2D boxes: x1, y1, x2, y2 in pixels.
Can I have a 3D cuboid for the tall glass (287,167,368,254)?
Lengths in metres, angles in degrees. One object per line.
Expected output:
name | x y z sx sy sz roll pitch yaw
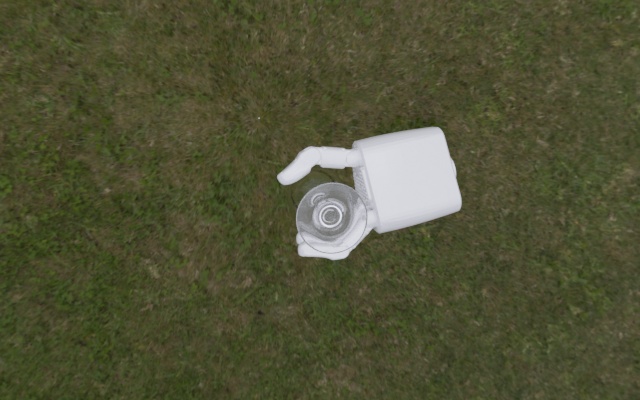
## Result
tall glass | 0.000 0.002 0.584 0.079 0.079 0.201 0 10 -7
